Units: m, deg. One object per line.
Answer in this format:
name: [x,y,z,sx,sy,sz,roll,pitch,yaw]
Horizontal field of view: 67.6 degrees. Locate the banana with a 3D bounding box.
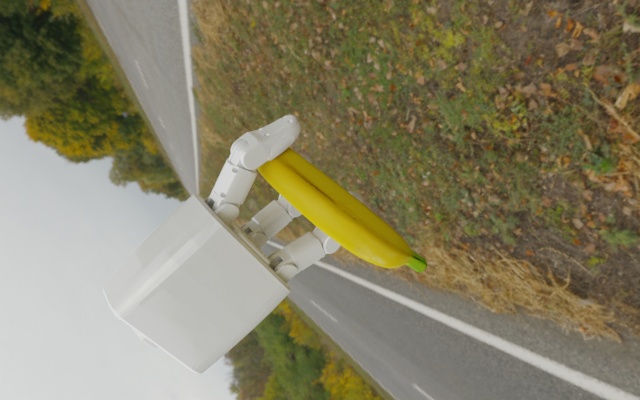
banana: [-0.002,-0.002,0.393,0.197,0.037,0.070,39,-3,21]
